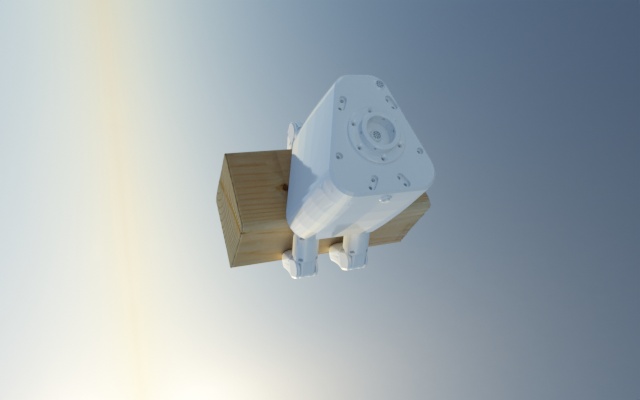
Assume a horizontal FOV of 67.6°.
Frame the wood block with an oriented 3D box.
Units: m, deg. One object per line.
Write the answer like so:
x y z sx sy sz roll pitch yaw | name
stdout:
0.000 0.001 0.524 0.206 0.090 0.090 -6 -31 -22 | wood block
